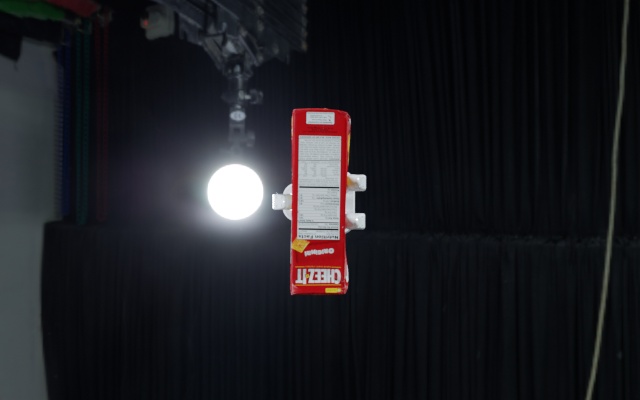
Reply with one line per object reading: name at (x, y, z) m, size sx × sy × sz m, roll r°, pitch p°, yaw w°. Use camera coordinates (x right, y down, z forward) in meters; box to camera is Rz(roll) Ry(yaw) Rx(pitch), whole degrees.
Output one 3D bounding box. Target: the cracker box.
cracker box at (0.000, 0.002, 0.618) m, size 0.072 × 0.213 × 0.164 m, roll 0°, pitch 0°, yaw 0°
